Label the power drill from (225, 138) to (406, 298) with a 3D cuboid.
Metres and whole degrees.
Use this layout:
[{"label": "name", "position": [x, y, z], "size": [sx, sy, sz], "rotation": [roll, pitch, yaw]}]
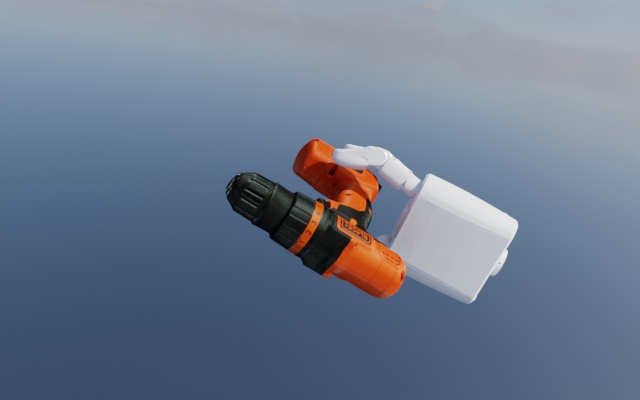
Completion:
[{"label": "power drill", "position": [0.000, 0.002, 0.497], "size": [0.184, 0.057, 0.187], "rotation": [33, 26, -13]}]
